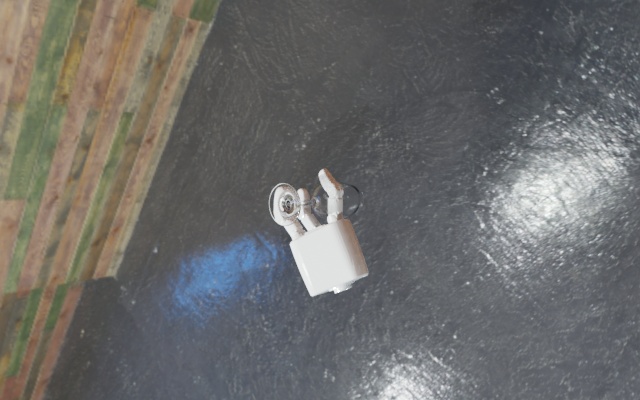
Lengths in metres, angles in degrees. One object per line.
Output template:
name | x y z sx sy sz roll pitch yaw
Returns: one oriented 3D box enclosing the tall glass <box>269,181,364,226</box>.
tall glass | 0.000 0.003 0.895 0.079 0.079 0.201 0 3 39
